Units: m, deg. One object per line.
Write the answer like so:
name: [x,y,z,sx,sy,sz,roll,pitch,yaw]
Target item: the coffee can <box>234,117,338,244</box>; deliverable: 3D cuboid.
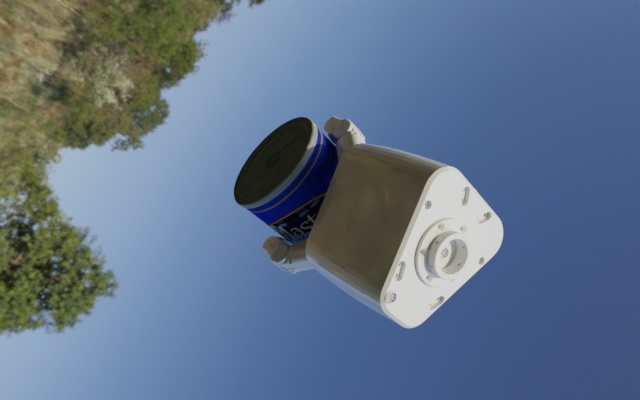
coffee can: [0.000,0.001,0.475,0.140,0.102,0.103,41,-24,-30]
